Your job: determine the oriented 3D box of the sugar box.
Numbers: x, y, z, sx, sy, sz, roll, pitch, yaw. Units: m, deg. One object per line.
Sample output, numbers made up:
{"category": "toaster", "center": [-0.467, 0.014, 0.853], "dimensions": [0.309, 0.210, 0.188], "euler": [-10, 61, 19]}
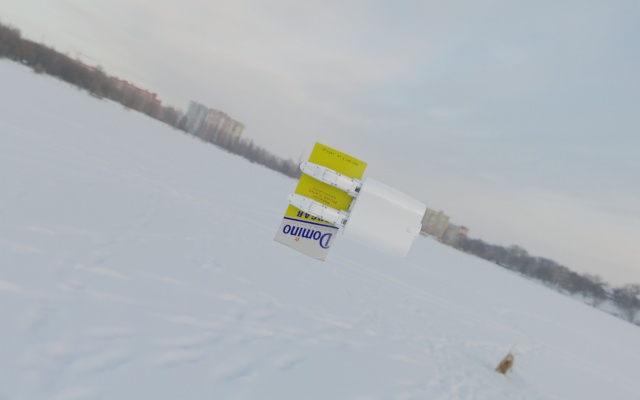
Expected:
{"category": "sugar box", "center": [0.000, 0.003, 0.784], "dimensions": [0.093, 0.176, 0.048], "euler": [23, 1, 2]}
